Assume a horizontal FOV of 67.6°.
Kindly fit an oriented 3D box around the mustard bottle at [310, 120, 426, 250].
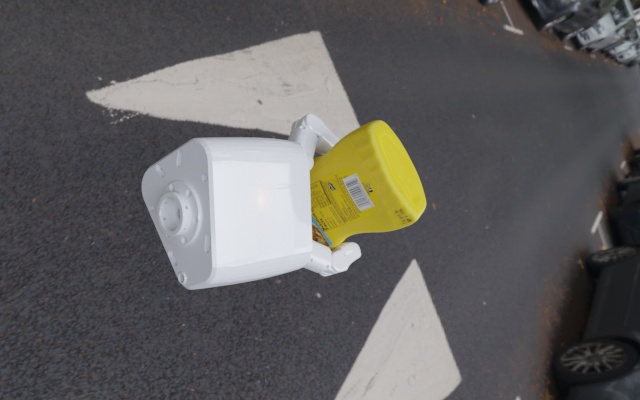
[{"bbox_3d":[0.000,0.001,0.472,0.192,0.096,0.058,-23,12,37],"label":"mustard bottle"}]
